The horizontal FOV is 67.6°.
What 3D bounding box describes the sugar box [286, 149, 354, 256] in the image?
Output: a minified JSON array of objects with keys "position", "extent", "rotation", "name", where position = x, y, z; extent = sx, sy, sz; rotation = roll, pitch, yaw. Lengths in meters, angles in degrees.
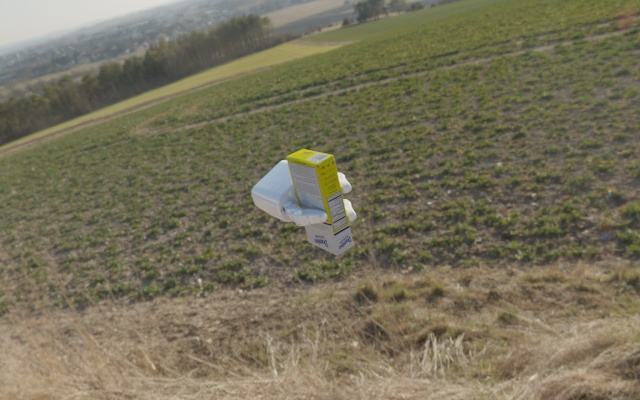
[{"position":[0.000,0.002,0.841],"extent":[0.048,0.176,0.093],"rotation":[-30,29,-28],"name":"sugar box"}]
